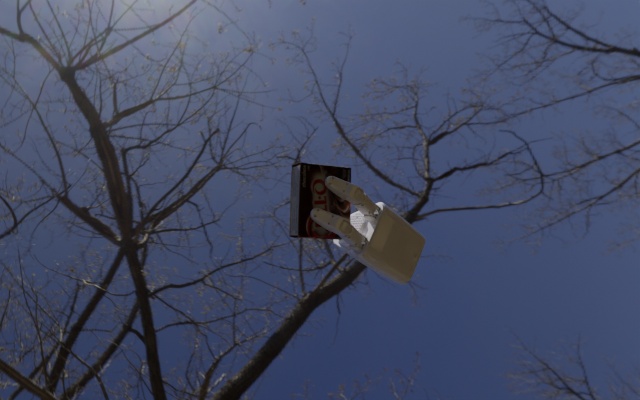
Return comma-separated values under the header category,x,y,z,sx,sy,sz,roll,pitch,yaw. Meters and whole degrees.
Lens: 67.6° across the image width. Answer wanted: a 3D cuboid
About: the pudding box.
category,x,y,z,sx,sy,sz,roll,pitch,yaw
pudding box,0.000,0.002,0.729,0.090,0.113,0.039,4,-7,-31
